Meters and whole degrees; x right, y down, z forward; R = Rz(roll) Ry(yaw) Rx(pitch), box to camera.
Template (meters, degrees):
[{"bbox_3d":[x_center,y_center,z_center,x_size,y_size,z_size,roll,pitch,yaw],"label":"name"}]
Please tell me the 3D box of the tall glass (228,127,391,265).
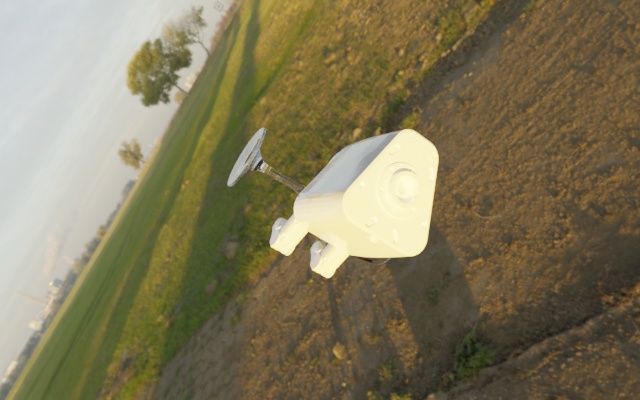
[{"bbox_3d":[-0.001,0.001,0.545,0.201,0.079,0.079,31,-12,-19],"label":"tall glass"}]
